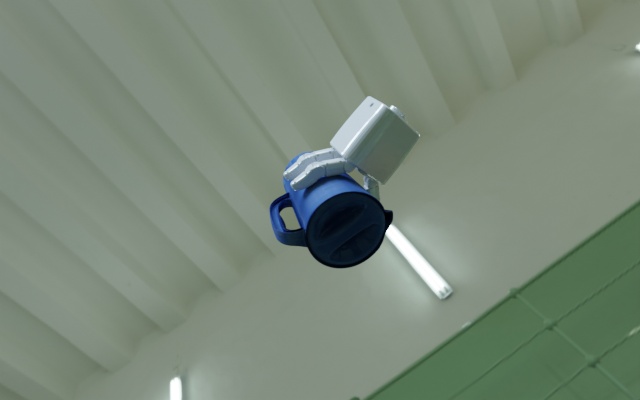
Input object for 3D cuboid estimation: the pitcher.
[{"bbox_3d":[0.000,0.003,0.825,0.149,0.145,0.242,32,11,-27],"label":"pitcher"}]
